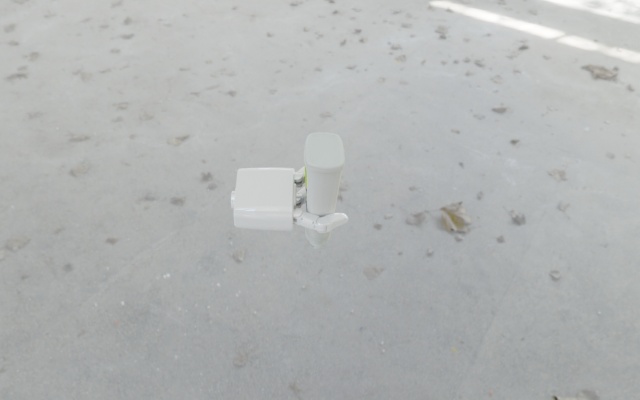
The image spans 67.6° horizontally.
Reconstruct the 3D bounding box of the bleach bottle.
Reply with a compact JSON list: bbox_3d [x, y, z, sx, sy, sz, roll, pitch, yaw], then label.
[{"bbox_3d":[0.000,0.003,0.885,0.068,0.251,0.102,1,43,-3],"label":"bleach bottle"}]
